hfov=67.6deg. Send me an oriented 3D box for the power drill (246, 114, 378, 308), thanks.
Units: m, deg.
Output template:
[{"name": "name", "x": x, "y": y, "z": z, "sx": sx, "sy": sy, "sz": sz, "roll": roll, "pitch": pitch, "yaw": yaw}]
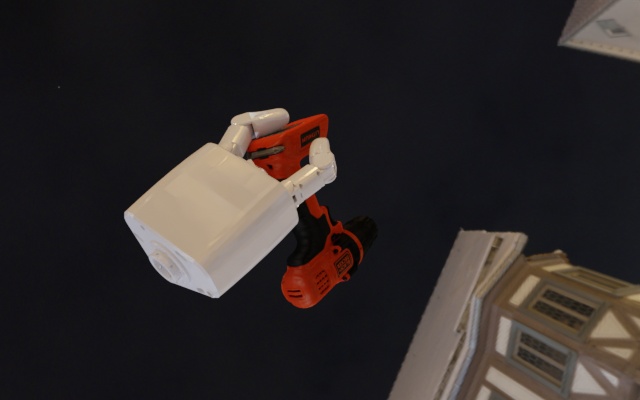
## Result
[{"name": "power drill", "x": 0.000, "y": 0.001, "z": 0.546, "sx": 0.057, "sy": 0.188, "sz": 0.184, "roll": -11, "pitch": 15, "yaw": 33}]
